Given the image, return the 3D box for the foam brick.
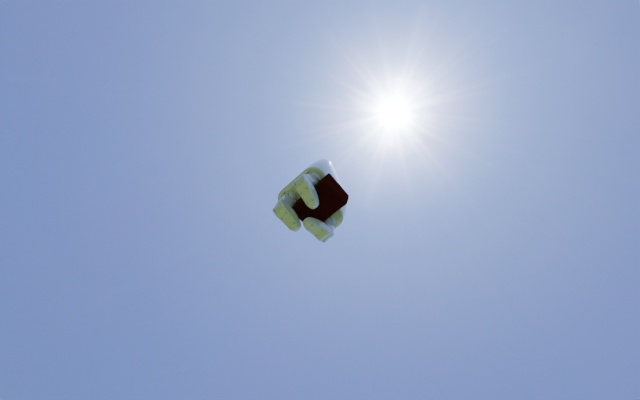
[{"bbox_3d":[0.000,0.002,0.775,0.078,0.053,0.051,-39,7,18],"label":"foam brick"}]
